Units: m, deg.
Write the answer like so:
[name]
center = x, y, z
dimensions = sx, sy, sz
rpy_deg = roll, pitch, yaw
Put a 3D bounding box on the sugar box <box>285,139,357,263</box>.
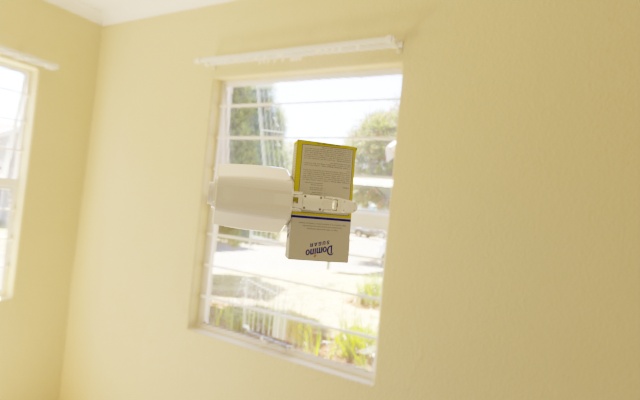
[sugar box]
center = 0.000, 0.002, 0.716
dimensions = 0.093, 0.176, 0.048
rpy_deg = 6, -1, -12
